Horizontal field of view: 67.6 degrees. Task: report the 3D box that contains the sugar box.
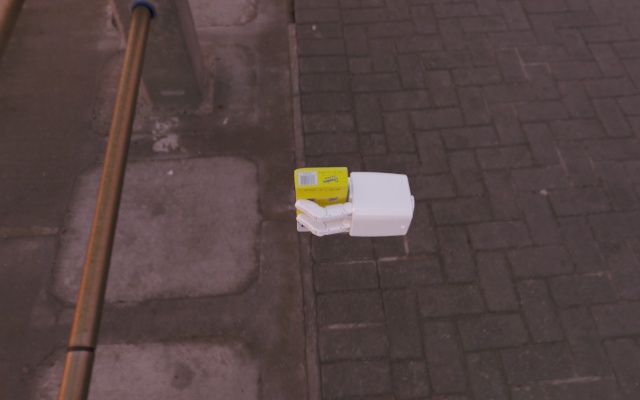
[{"bbox_3d":[0.000,0.003,0.894,0.093,0.048,0.176,-1,-31,-1],"label":"sugar box"}]
